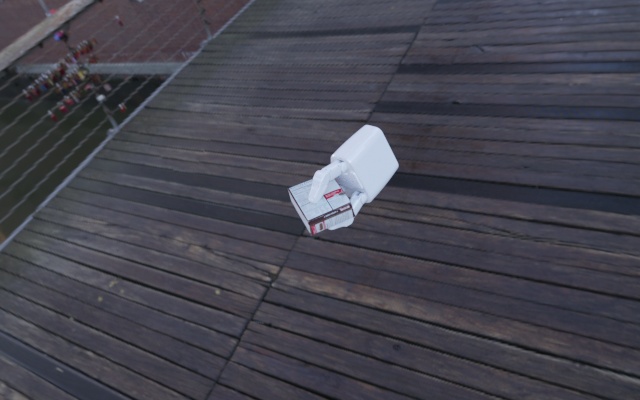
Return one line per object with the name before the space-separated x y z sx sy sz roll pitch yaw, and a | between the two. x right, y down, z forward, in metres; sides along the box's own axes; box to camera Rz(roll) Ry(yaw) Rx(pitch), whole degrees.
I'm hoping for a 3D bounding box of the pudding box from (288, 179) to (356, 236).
pudding box | 0.000 0.003 0.883 0.090 0.039 0.113 -24 40 -8
